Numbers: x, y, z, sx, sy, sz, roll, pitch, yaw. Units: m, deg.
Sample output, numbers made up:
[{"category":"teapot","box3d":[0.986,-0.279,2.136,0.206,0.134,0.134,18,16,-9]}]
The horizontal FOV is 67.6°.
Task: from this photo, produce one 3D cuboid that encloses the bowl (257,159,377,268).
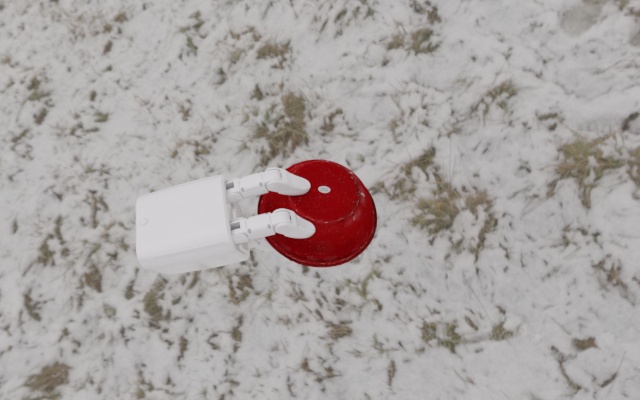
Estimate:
[{"category":"bowl","box3d":[0.001,0.001,0.614,0.162,0.162,0.055,0,-32,-9]}]
